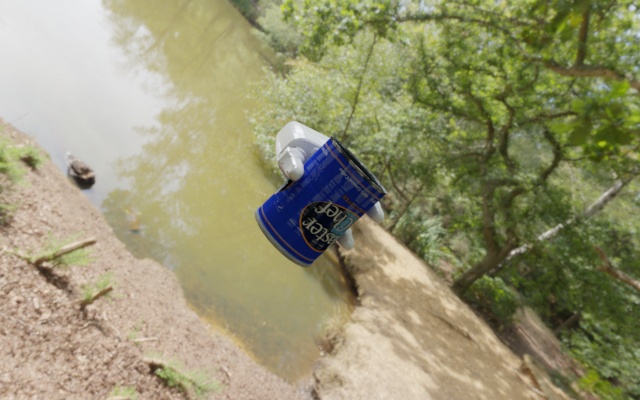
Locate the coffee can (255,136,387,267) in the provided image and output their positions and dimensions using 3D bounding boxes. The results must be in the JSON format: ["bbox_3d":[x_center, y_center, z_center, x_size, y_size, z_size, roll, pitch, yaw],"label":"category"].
[{"bbox_3d":[0.000,0.002,0.614,0.140,0.103,0.103,-44,-11,11],"label":"coffee can"}]
